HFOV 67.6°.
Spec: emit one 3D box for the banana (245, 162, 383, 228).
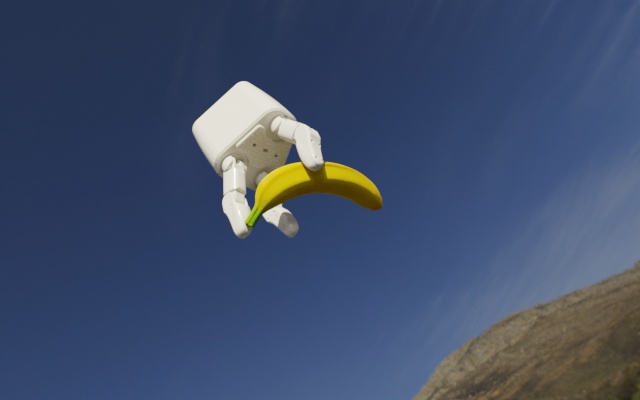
[{"bbox_3d":[0.001,-0.014,0.568,0.198,0.070,0.037,-5,33,-33],"label":"banana"}]
